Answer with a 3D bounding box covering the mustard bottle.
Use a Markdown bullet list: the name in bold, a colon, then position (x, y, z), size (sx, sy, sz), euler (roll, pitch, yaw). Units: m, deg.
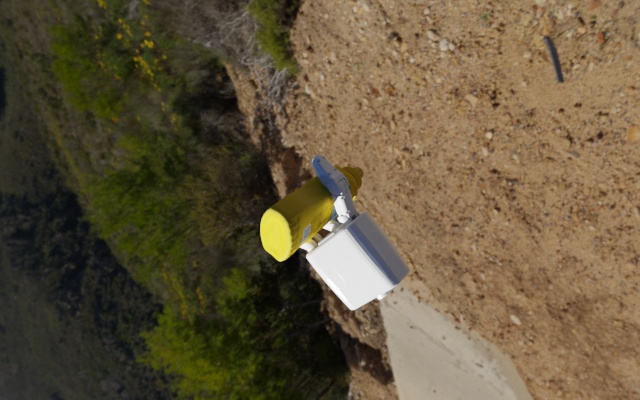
- **mustard bottle**: position (0.000, 0.002, 0.688), size (0.058, 0.096, 0.191), euler (36, 51, 21)
